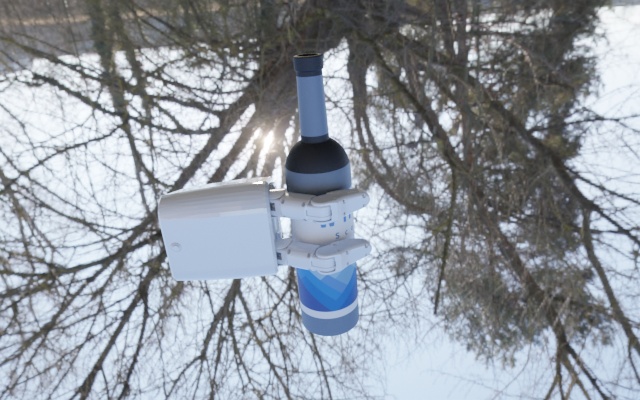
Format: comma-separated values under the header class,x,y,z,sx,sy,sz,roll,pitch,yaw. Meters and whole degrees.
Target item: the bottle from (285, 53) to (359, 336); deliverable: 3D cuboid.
class,x,y,z,sx,sy,sz,roll,pitch,yaw
bottle,0.000,0.002,0.495,0.069,0.296,0.069,-4,24,2
